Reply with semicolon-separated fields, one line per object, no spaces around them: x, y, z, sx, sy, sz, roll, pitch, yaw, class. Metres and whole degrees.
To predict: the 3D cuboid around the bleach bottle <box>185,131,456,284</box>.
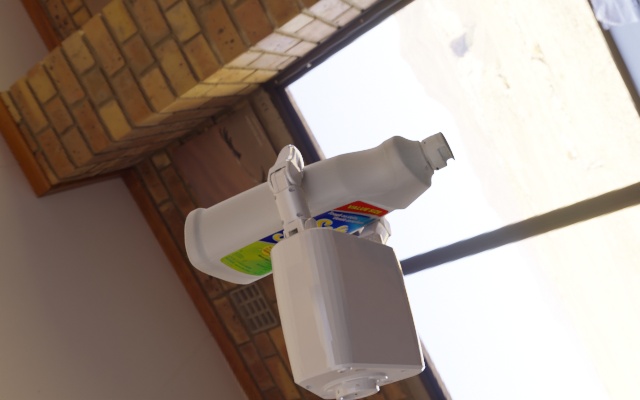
0.000;0.001;0.447;0.251;0.068;0.103;-26;-34;21;bleach bottle
